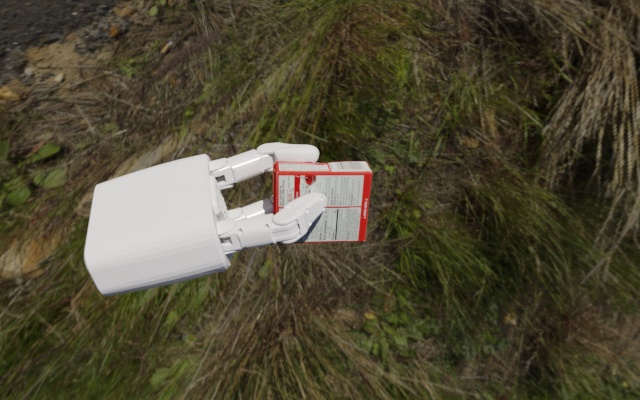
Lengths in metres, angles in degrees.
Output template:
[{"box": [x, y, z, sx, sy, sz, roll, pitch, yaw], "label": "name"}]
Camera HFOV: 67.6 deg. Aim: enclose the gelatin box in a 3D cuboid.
[{"box": [0.000, 0.002, 0.445, 0.089, 0.073, 0.030, -1, 26, -7], "label": "gelatin box"}]
